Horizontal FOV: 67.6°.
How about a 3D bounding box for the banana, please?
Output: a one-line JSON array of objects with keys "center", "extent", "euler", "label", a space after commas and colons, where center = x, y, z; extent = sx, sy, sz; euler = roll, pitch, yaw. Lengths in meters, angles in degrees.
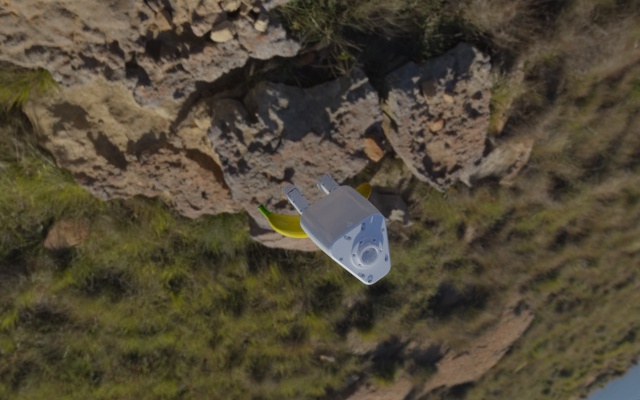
[{"center": [0.000, 0.022, 0.795], "extent": [0.198, 0.069, 0.037], "euler": [-12, 6, -15], "label": "banana"}]
